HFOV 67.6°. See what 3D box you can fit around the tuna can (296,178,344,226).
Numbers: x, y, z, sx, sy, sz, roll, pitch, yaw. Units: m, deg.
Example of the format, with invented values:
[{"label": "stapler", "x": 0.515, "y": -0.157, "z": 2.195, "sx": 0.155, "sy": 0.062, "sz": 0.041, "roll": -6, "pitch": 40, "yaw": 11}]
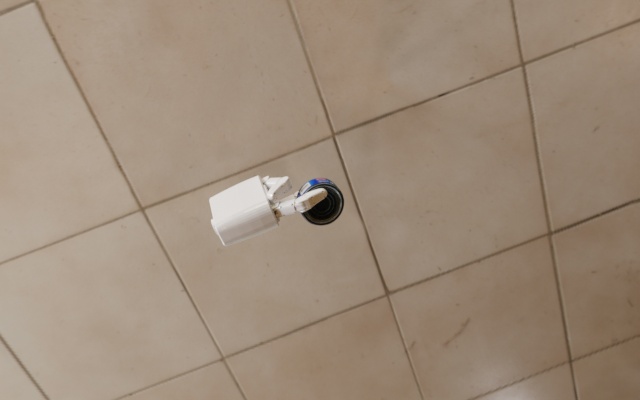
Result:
[{"label": "tuna can", "x": 0.000, "y": 0.003, "z": 0.887, "sx": 0.086, "sy": 0.086, "sz": 0.033, "roll": 0, "pitch": 18, "yaw": -14}]
